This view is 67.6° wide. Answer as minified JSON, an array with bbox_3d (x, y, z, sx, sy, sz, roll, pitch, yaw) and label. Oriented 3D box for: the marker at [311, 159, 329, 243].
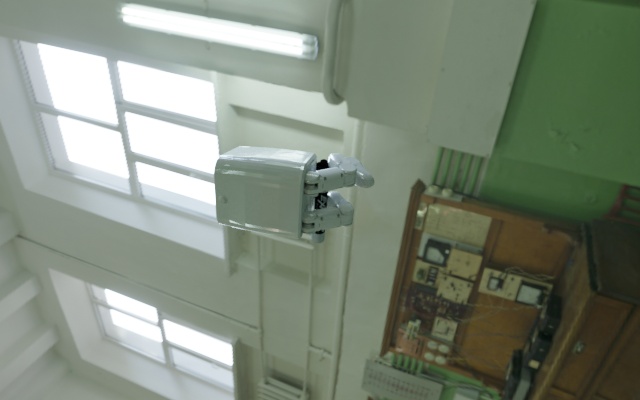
[{"bbox_3d":[0.000,0.002,0.622,0.020,0.121,0.020,3,32,-2],"label":"marker"}]
